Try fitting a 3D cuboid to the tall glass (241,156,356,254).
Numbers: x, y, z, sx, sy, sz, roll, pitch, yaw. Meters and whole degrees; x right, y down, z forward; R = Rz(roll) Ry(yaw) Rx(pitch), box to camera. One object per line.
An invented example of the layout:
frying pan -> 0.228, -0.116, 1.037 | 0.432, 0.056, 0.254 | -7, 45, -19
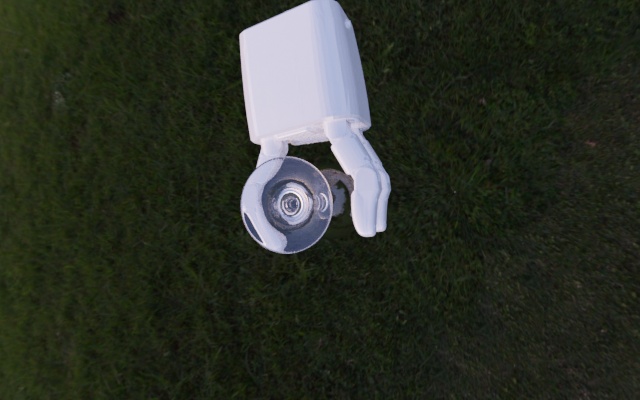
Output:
tall glass -> 0.000, 0.002, 0.457 | 0.079, 0.079, 0.201 | 0, 1, 16
